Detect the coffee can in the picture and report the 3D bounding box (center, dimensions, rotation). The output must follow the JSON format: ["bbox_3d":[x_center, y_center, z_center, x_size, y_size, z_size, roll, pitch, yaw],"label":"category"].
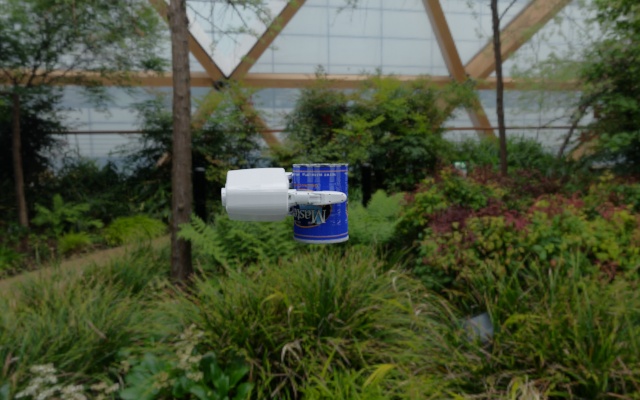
[{"bbox_3d":[0.000,0.003,0.885,0.103,0.140,0.103,-1,6,0],"label":"coffee can"}]
